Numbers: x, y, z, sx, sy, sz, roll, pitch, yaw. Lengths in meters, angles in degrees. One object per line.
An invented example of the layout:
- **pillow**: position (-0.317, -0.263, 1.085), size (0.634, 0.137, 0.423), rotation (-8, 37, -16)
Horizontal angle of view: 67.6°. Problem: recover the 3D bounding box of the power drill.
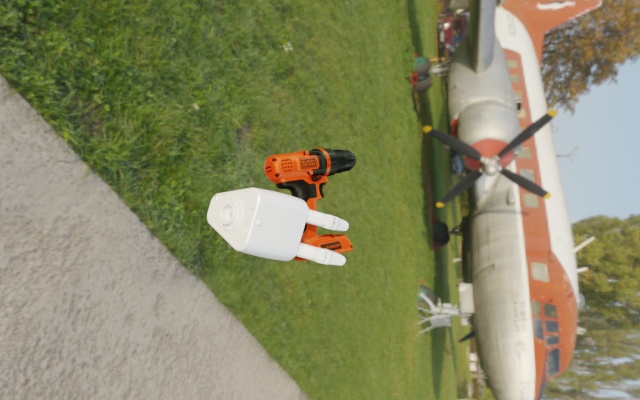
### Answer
- **power drill**: position (0.000, 0.003, 0.830), size (0.184, 0.187, 0.057), rotation (-10, -4, -34)
